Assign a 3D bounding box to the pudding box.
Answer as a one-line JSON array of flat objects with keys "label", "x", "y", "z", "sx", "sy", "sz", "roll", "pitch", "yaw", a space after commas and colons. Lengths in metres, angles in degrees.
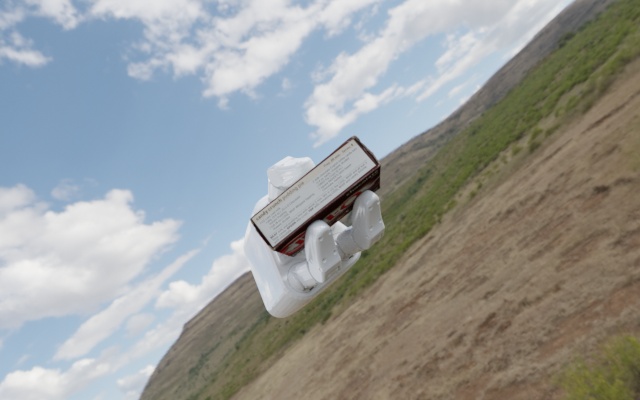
[{"label": "pudding box", "x": 0.000, "y": 0.001, "z": 0.422, "sx": 0.113, "sy": 0.039, "sz": 0.090, "roll": -41, "pitch": -11, "yaw": -1}]
